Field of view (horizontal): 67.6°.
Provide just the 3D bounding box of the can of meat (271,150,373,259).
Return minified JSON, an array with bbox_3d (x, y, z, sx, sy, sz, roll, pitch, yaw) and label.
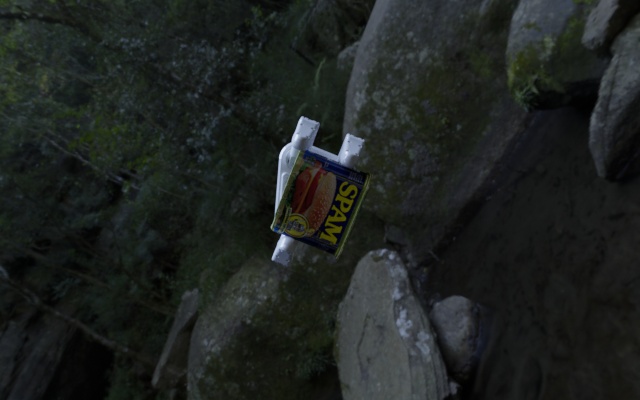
[{"bbox_3d":[0.000,0.002,0.532,0.084,0.102,0.057,22,10,-1],"label":"can of meat"}]
